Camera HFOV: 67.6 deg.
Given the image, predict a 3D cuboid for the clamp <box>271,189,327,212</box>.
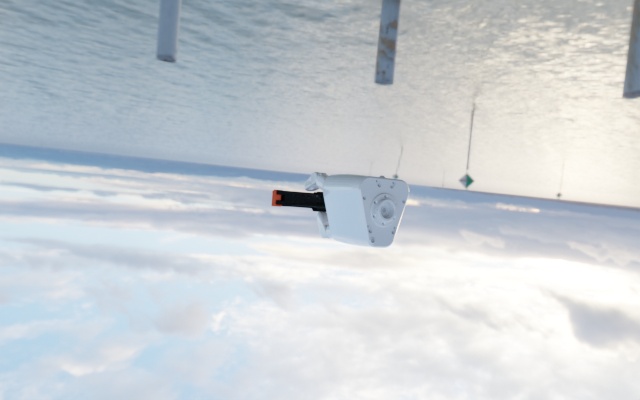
[{"bbox_3d":[0.000,0.004,0.882,0.210,0.036,0.164,4,-3,-28],"label":"clamp"}]
